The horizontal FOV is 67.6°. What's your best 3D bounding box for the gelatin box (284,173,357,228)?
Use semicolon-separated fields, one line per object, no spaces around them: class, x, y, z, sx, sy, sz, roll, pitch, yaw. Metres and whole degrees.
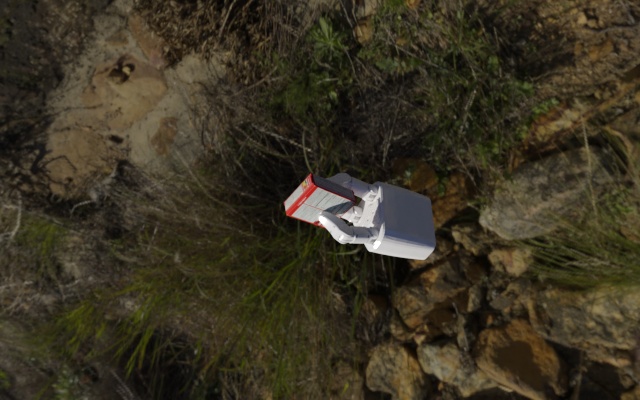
gelatin box;0.000;0.003;0.742;0.089;0.030;0.073;20;-52;-35
